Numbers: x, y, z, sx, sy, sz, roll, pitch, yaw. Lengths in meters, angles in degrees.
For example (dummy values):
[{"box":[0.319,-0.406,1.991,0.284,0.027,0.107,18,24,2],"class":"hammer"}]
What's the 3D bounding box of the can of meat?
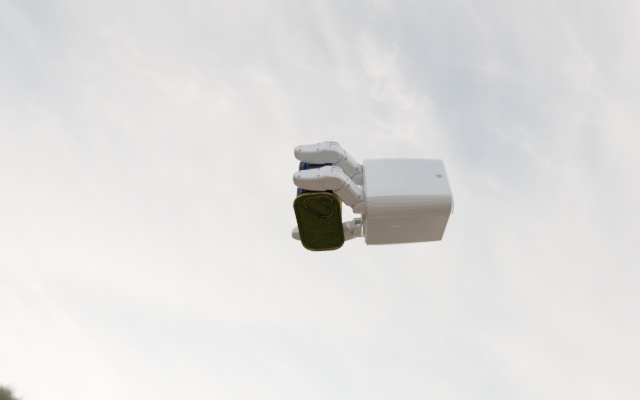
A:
[{"box":[0.000,0.002,0.627,0.057,0.102,0.083,-5,42,6],"class":"can of meat"}]
